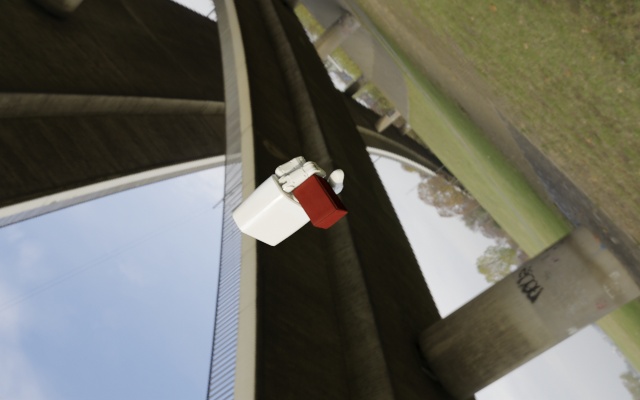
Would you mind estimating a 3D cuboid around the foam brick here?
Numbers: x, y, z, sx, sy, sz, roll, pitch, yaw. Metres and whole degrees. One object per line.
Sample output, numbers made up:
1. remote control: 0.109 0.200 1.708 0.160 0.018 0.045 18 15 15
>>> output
1. foam brick: 0.000 0.003 0.819 0.051 0.078 0.053 -39 -22 14
